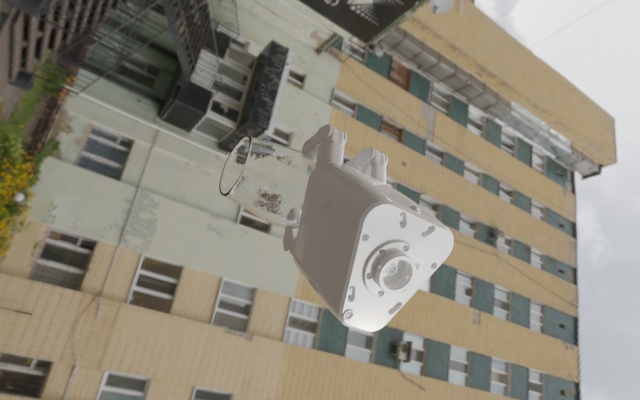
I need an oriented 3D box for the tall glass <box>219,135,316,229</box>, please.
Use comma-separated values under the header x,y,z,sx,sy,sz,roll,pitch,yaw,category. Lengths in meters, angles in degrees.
x,y,z,sx,sy,sz,roll,pitch,yaw,category
0.001,0.002,0.494,0.201,0.079,0.079,23,-11,-27,tall glass
